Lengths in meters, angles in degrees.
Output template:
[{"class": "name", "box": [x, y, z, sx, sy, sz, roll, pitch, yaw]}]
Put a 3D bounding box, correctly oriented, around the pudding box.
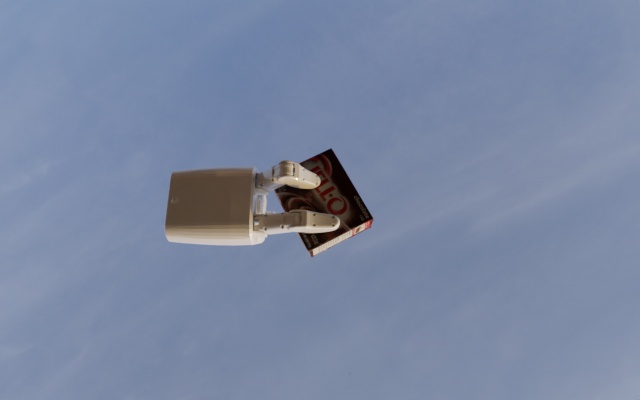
[{"class": "pudding box", "box": [0.000, 0.002, 0.599, 0.090, 0.113, 0.039, -27, -18, -8]}]
